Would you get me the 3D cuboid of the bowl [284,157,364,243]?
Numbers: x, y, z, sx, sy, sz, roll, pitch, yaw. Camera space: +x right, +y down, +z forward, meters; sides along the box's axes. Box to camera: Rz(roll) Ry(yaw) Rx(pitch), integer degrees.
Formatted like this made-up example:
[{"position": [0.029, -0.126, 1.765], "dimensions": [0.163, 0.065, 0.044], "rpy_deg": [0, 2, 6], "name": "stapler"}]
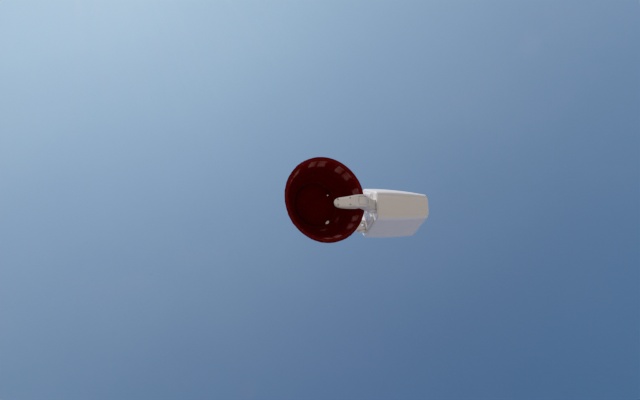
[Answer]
[{"position": [-0.001, 0.003, 0.895], "dimensions": [0.162, 0.162, 0.055], "rpy_deg": [0, -12, -25], "name": "bowl"}]
